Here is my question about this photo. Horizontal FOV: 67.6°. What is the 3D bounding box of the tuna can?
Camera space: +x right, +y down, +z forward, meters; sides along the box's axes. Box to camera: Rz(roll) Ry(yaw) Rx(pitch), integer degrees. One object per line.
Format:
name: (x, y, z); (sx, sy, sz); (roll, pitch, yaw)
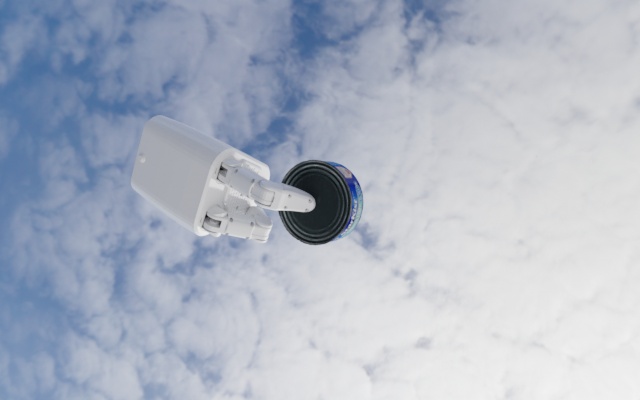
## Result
tuna can: (0.000, 0.002, 0.491); (0.086, 0.086, 0.034); (0, 2, 29)
